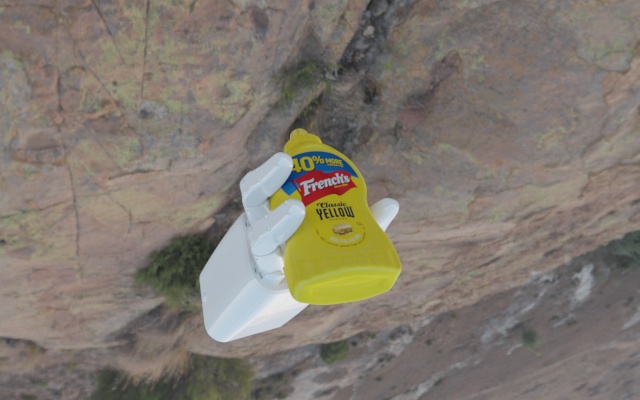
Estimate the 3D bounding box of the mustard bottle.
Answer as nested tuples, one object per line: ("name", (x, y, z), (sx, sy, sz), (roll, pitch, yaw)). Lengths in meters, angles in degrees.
("mustard bottle", (0.000, 0.001, 0.452), (0.096, 0.191, 0.058), (-5, -40, -17))
